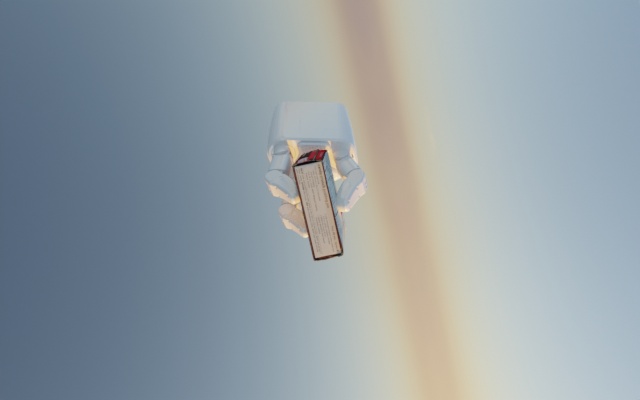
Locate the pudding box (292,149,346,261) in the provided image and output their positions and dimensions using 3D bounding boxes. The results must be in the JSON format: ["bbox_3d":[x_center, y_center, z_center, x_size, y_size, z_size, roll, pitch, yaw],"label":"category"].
[{"bbox_3d":[0.000,0.002,0.555,0.039,0.113,0.090,-13,12,8],"label":"pudding box"}]
